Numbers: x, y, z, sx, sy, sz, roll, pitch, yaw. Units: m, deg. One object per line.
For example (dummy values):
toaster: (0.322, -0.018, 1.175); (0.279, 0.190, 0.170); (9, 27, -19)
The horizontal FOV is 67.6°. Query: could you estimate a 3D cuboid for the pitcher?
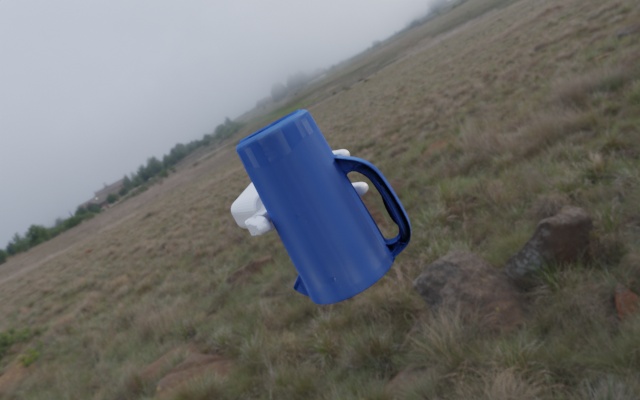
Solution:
pitcher: (0.000, 0.002, 0.641); (0.149, 0.243, 0.145); (-35, 14, -28)
